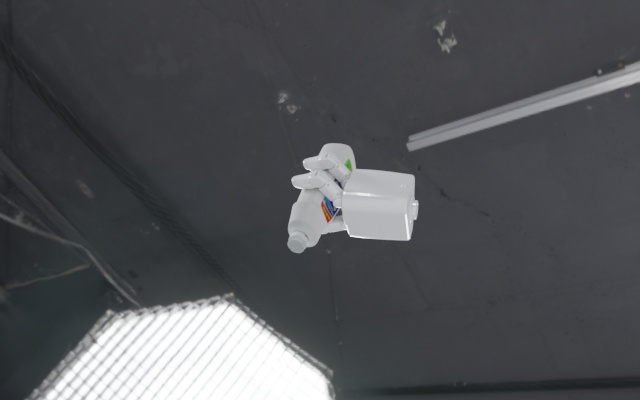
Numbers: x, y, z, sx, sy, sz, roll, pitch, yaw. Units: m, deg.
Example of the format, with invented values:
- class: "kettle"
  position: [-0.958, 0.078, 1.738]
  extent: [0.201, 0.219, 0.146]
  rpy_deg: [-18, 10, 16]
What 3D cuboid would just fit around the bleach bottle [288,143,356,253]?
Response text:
- class: "bleach bottle"
  position: [0.000, 0.003, 0.836]
  extent: [0.068, 0.103, 0.250]
  rpy_deg: [5, 39, 18]
